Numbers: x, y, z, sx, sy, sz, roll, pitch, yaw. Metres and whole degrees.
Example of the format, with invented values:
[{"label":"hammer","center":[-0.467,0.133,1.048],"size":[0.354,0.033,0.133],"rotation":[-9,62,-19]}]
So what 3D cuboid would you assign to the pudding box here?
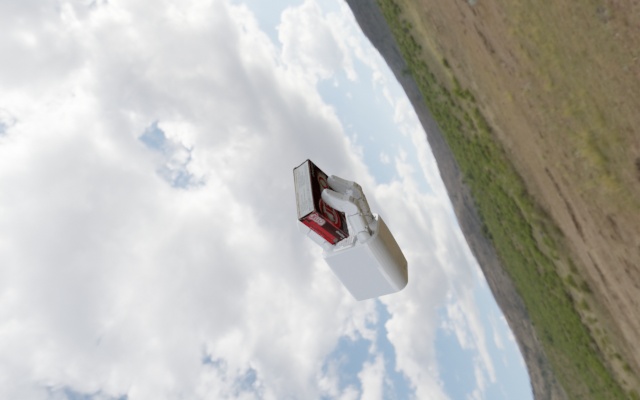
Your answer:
[{"label":"pudding box","center":[0.000,0.003,0.756],"size":[0.039,0.113,0.090],"rotation":[-31,-46,21]}]
